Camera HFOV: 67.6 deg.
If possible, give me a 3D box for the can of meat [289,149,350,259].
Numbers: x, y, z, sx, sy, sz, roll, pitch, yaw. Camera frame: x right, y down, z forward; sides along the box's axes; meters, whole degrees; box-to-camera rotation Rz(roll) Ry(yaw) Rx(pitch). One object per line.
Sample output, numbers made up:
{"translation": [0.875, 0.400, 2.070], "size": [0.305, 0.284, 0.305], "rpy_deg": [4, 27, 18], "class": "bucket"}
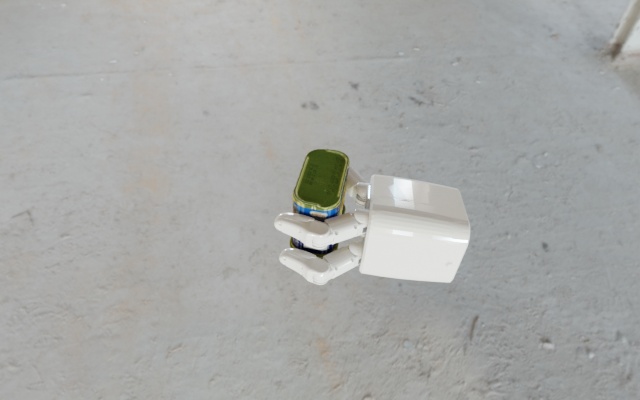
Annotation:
{"translation": [0.000, 0.001, 0.552], "size": [0.057, 0.084, 0.102], "rpy_deg": [10, 45, 5], "class": "can of meat"}
